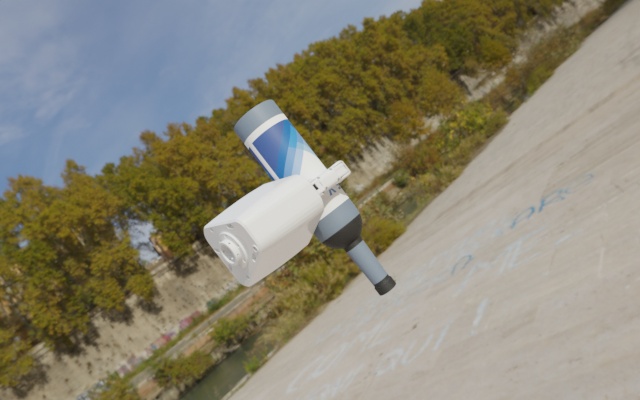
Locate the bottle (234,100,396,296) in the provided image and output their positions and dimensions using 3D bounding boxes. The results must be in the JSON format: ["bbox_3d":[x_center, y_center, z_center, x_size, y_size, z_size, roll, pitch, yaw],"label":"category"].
[{"bbox_3d":[0.000,0.002,0.638,0.069,0.295,0.069,-38,-1,-1],"label":"bottle"}]
